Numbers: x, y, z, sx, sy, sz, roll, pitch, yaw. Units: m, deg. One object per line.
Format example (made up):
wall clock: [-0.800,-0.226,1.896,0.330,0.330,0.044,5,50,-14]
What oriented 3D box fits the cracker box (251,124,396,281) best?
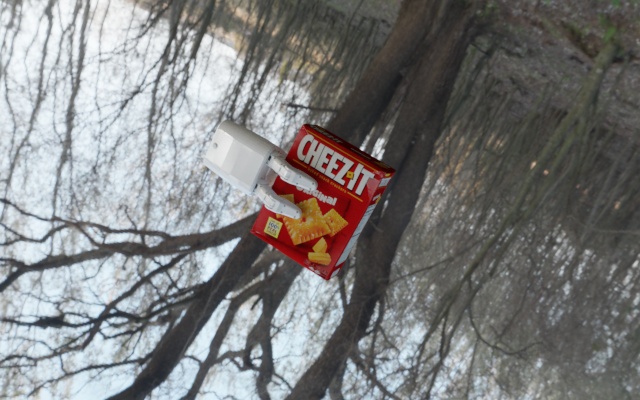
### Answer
cracker box: [0.000,0.003,0.807,0.164,0.214,0.072,32,17,15]
